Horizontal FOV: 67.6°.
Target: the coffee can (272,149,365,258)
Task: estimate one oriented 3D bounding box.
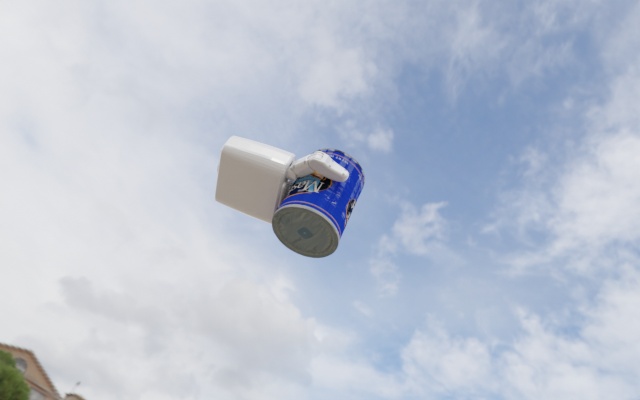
[{"bbox_3d":[0.000,0.003,0.730,0.103,0.103,0.140,0,41,26],"label":"coffee can"}]
